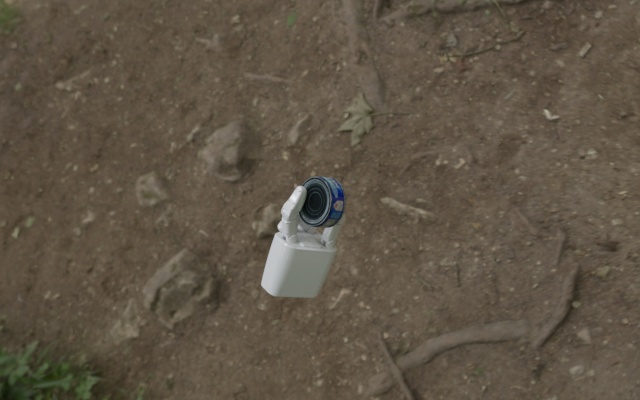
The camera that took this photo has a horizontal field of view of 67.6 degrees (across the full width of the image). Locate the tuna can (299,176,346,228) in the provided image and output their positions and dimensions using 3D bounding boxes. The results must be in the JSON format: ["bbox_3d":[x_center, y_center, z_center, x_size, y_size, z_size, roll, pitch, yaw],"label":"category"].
[{"bbox_3d":[0.000,0.003,0.800,0.034,0.086,0.086,5,-4,-44],"label":"tuna can"}]
